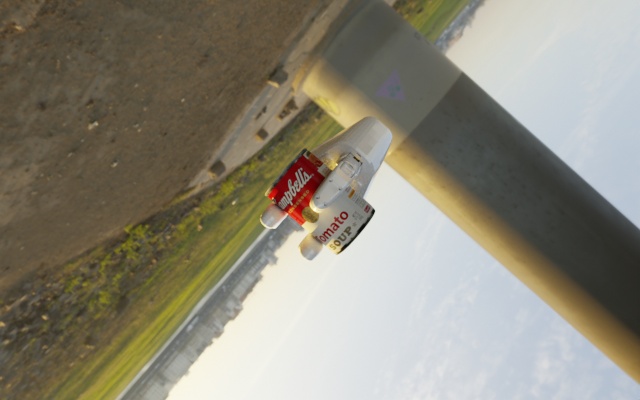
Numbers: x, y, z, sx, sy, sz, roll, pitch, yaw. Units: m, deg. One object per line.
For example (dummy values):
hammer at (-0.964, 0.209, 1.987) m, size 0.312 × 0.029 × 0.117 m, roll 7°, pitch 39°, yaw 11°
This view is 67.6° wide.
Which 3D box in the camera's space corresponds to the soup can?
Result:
soup can at (0.000, 0.002, 0.517) m, size 0.102 × 0.068 × 0.068 m, roll 41°, pitch -2°, yaw -2°
